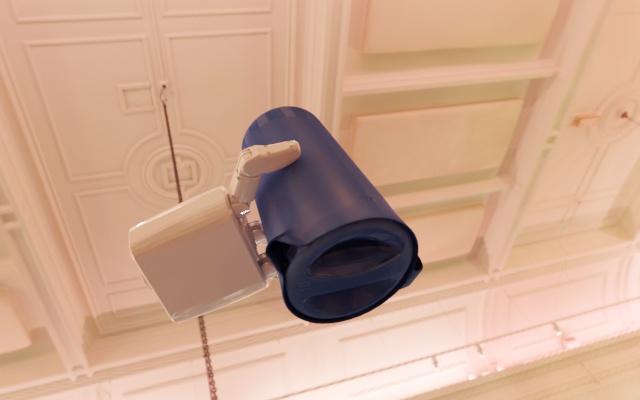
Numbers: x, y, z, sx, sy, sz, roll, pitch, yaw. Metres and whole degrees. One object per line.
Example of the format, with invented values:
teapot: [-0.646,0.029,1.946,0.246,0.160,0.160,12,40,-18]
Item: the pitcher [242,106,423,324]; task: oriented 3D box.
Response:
pitcher: [0.000,0.002,0.519,0.145,0.149,0.242,-24,43,-4]
